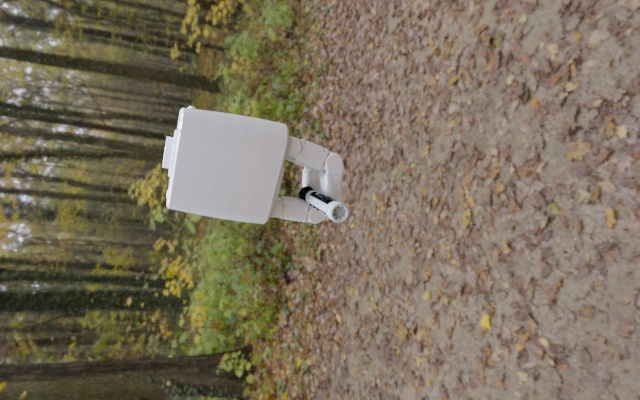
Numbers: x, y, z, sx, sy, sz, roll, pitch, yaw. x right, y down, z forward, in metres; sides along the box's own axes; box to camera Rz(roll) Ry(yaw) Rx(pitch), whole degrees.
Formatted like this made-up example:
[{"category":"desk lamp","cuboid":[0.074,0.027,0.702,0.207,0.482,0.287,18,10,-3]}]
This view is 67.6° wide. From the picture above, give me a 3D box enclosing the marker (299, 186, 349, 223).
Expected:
[{"category":"marker","cuboid":[0.000,0.002,0.501,0.020,0.020,0.121,0,10,-18]}]
